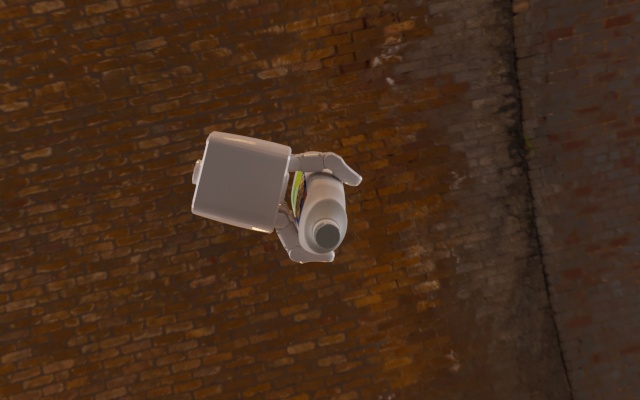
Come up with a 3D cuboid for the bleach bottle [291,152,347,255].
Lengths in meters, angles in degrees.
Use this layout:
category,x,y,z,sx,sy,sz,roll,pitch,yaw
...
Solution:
category,x,y,z,sx,sy,sz,roll,pitch,yaw
bleach bottle,0.000,0.002,0.640,0.068,0.102,0.250,12,12,-8
